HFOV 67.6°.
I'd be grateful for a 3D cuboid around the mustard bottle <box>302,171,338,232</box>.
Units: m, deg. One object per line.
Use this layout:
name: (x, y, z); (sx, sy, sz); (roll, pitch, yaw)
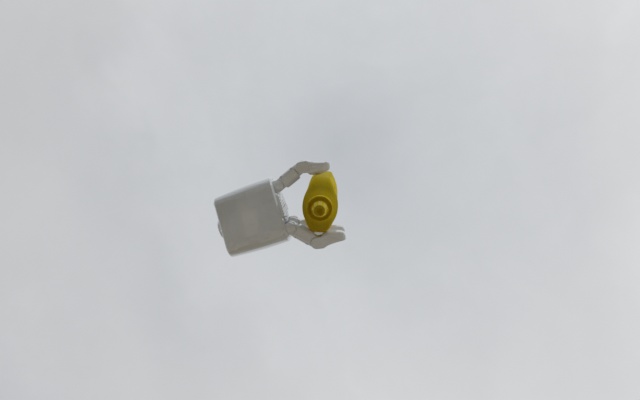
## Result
mustard bottle: (0.000, 0.003, 0.812); (0.058, 0.096, 0.191); (6, 8, 1)
